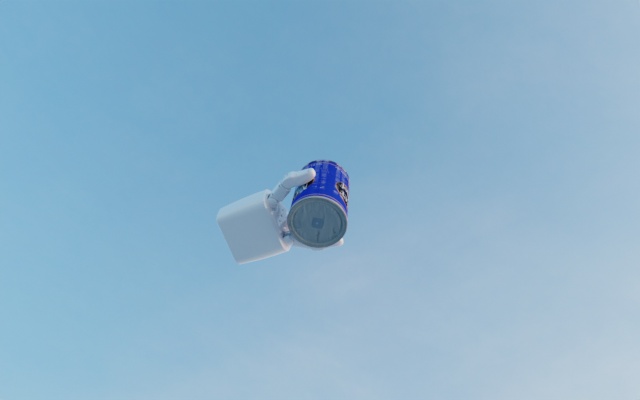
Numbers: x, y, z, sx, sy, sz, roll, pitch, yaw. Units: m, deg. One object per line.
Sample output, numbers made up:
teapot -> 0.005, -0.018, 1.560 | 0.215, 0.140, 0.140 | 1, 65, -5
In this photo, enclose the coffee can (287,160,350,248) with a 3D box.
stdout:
coffee can -> 0.000, 0.003, 0.860 | 0.103, 0.103, 0.140 | 0, 31, 6
